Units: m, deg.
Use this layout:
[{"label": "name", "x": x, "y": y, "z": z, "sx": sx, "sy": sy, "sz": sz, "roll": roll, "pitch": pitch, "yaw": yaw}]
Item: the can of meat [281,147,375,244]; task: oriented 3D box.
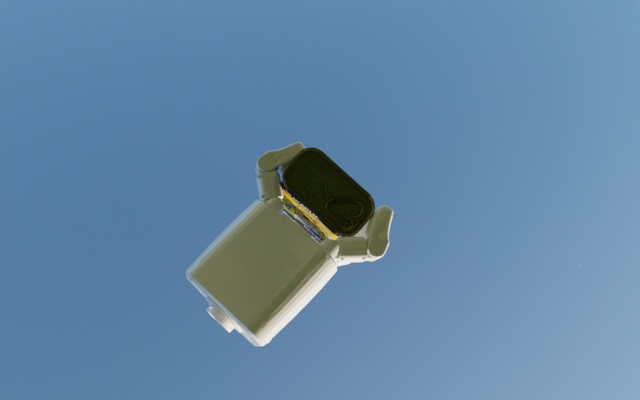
[{"label": "can of meat", "x": 0.000, "y": 0.002, "z": 0.531, "sx": 0.102, "sy": 0.057, "sz": 0.084, "roll": 42, "pitch": -21, "yaw": 1}]
